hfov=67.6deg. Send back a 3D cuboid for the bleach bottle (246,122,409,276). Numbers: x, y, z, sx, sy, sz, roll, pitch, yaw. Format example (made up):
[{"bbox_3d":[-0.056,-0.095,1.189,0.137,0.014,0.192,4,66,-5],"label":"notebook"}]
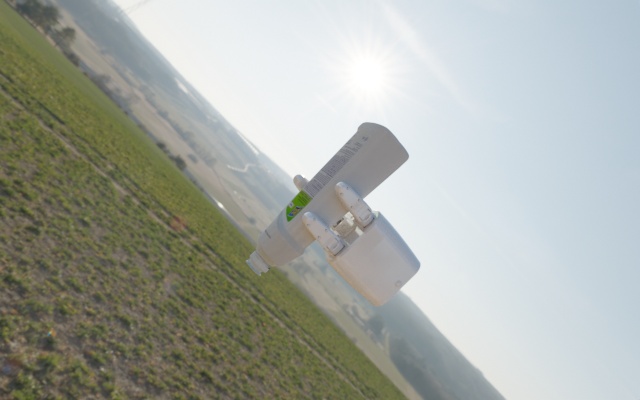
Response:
[{"bbox_3d":[0.000,0.002,0.644,0.251,0.068,0.102,-43,17,-2],"label":"bleach bottle"}]
